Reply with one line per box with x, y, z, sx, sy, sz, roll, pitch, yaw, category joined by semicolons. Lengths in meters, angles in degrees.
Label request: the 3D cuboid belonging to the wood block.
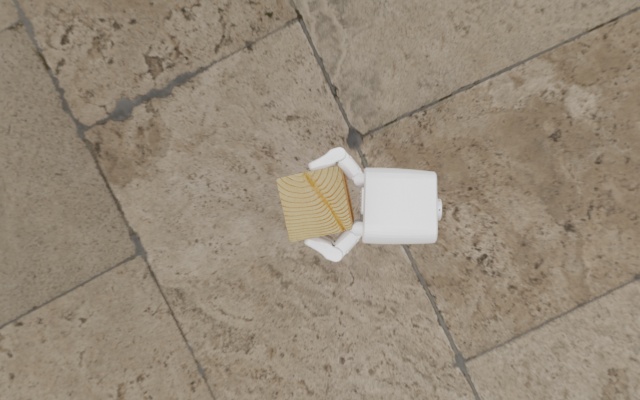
0.000;0.002;0.742;0.090;0.091;0.206;-12;0;5;wood block
